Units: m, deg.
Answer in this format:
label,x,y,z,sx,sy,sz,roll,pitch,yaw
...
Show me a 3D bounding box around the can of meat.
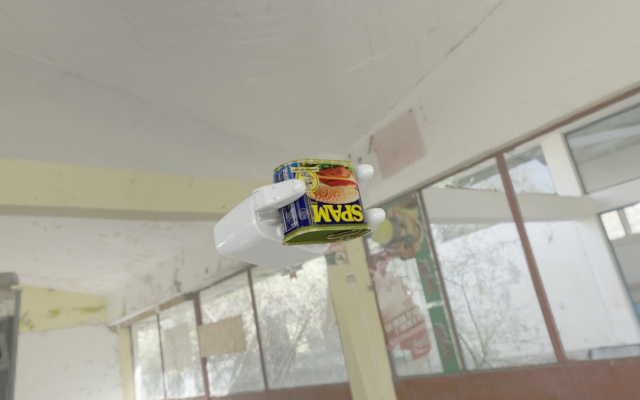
label,x,y,z,sx,sy,sz,roll,pitch,yaw
can of meat,0.000,0.001,0.537,0.102,0.084,0.057,0,-20,-36
